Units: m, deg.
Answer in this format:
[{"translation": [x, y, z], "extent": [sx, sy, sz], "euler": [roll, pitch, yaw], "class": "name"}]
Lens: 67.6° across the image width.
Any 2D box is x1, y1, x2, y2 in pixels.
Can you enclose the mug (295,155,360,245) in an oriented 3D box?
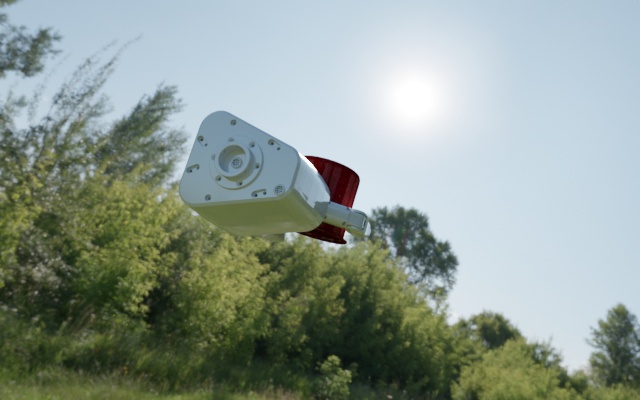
[{"translation": [0.001, 0.002, 0.570], "extent": [0.093, 0.081, 0.117], "euler": [15, -11, 15], "class": "mug"}]
